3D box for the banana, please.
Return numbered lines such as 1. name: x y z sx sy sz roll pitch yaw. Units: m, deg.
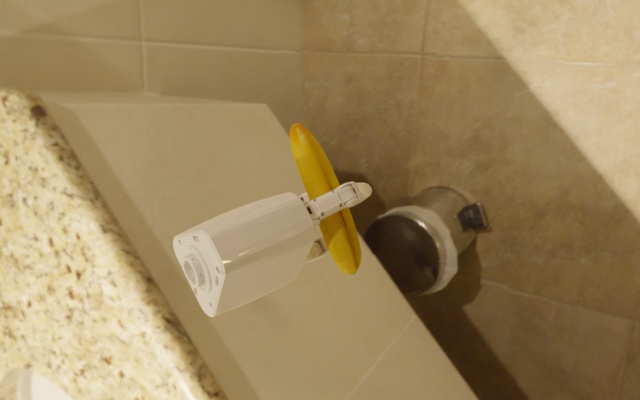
1. banana: 0.007 0.006 0.543 0.037 0.198 0.069 -23 11 -15
